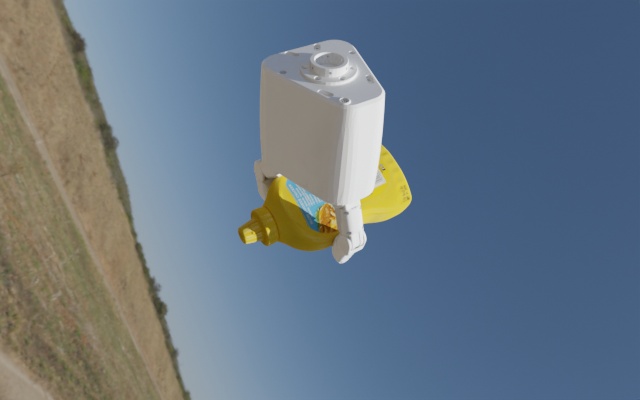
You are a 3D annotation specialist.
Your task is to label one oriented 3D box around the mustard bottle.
[{"bbox_3d":[0.000,0.002,0.523,0.191,0.096,0.058,-23,-15,-24],"label":"mustard bottle"}]
